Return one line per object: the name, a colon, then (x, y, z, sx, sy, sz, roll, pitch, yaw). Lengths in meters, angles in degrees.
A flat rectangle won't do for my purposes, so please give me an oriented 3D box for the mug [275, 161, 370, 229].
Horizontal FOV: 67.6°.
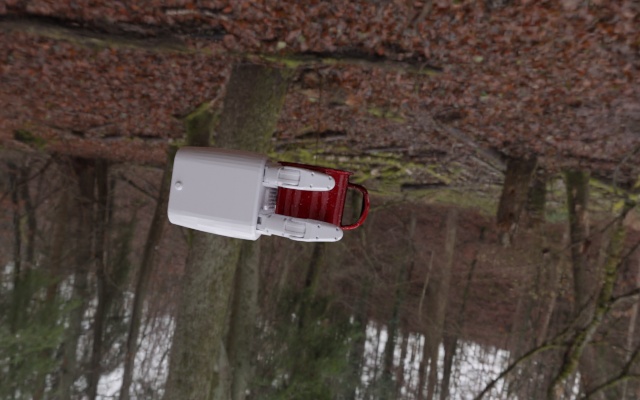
mug: (0.001, 0.002, 0.572, 0.117, 0.081, 0.093, 9, 2, 9)
